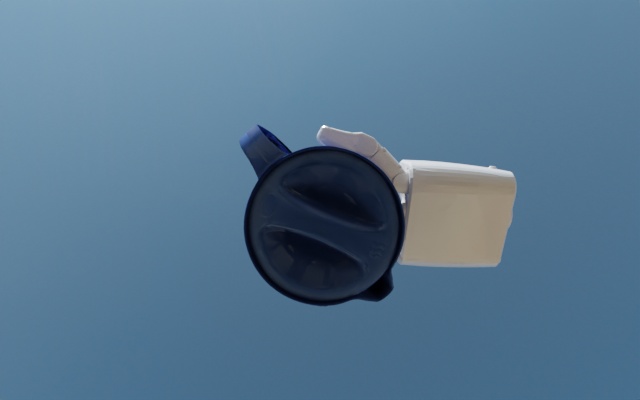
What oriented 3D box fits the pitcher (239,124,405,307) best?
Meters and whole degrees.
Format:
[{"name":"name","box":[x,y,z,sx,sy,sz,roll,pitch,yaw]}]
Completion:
[{"name":"pitcher","box":[0.000,0.002,0.503,0.145,0.149,0.243,3,6,1]}]
